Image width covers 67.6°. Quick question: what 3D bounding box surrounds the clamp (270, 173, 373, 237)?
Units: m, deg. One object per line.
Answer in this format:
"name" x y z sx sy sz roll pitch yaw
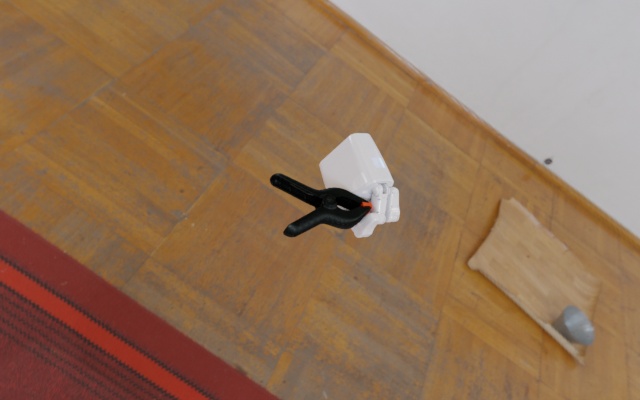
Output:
"clamp" 0.001 0.002 0.763 0.171 0.120 0.039 -1 -35 -34
